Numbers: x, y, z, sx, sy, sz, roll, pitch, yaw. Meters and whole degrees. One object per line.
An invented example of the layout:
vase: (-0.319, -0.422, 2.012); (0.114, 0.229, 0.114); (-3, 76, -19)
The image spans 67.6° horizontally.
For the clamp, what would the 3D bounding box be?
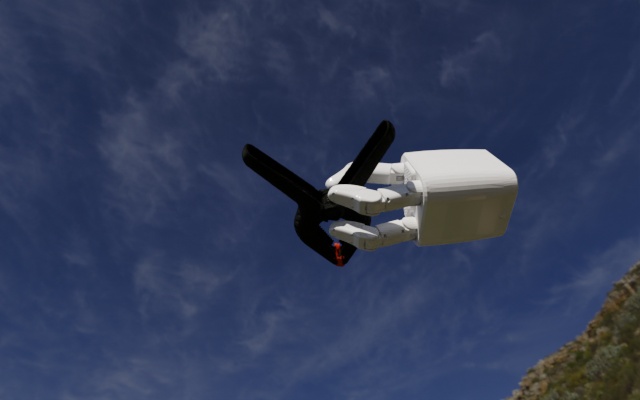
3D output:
clamp: (0.000, 0.002, 0.566); (0.164, 0.210, 0.036); (-4, 42, -2)
